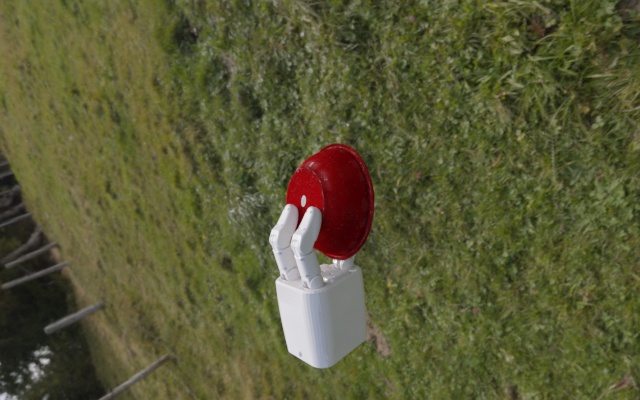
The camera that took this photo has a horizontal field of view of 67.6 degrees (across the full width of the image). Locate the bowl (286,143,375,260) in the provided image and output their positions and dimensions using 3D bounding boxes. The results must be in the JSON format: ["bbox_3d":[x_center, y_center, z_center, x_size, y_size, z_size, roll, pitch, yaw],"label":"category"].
[{"bbox_3d":[0.000,0.001,0.645,0.055,0.162,0.162,-1,0,-35],"label":"bowl"}]
